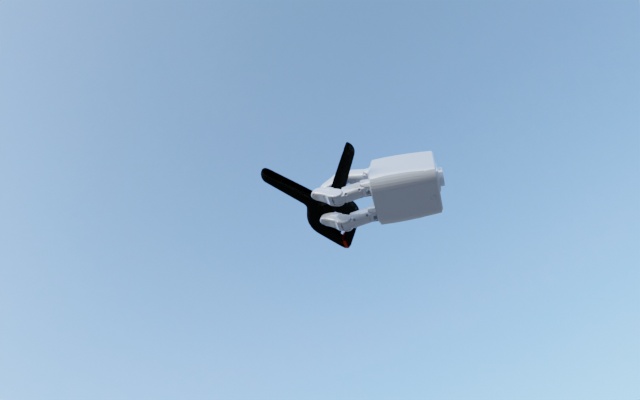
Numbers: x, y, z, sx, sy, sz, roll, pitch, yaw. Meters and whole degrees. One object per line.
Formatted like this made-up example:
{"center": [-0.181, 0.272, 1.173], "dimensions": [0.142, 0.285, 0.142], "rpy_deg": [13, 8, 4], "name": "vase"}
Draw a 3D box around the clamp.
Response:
{"center": [0.001, 0.003, 0.830], "dimensions": [0.164, 0.210, 0.036], "rpy_deg": [-9, 37, 15], "name": "clamp"}
